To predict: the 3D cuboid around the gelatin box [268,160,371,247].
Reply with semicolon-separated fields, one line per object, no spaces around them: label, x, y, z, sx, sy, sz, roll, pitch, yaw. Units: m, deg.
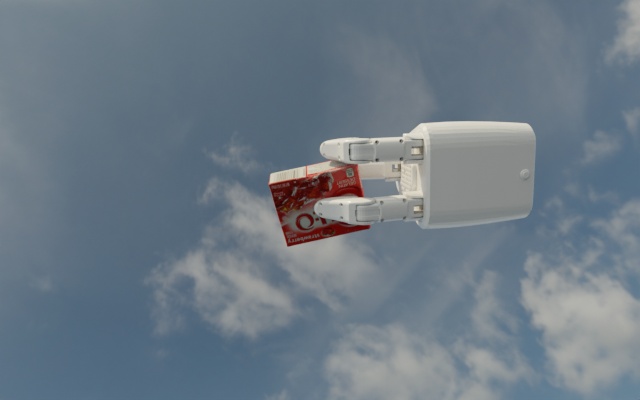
gelatin box;0.000;0.001;0.480;0.089;0.073;0.030;-12;26;5
